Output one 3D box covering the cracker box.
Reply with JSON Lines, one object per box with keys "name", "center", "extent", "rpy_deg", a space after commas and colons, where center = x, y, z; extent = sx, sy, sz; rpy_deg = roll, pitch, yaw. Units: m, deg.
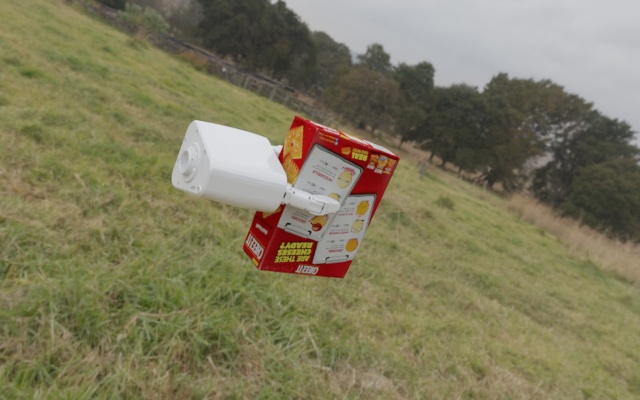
{"name": "cracker box", "center": [0.000, 0.002, 0.706], "extent": [0.164, 0.214, 0.072], "rpy_deg": [13, 18, -38]}
